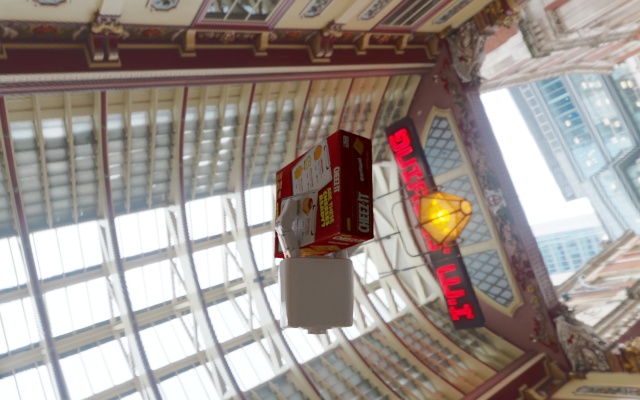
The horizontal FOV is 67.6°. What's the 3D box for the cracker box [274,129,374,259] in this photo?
[{"bbox_3d":[0.000,0.003,0.788,0.072,0.164,0.214,11,-21,-30],"label":"cracker box"}]
